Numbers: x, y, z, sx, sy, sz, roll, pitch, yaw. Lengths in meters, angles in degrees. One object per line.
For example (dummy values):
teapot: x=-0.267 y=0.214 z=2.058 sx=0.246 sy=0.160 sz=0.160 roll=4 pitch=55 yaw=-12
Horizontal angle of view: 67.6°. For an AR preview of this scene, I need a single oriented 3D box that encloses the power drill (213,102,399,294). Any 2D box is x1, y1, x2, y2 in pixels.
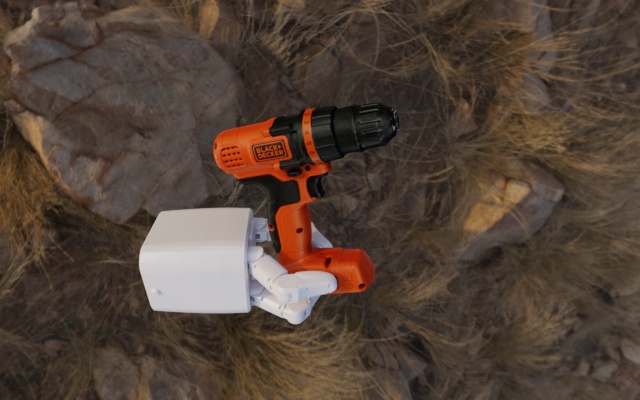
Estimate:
power drill: x=0.000 y=0.002 z=0.480 sx=0.184 sy=0.188 sz=0.057 roll=-7 pitch=20 yaw=21
